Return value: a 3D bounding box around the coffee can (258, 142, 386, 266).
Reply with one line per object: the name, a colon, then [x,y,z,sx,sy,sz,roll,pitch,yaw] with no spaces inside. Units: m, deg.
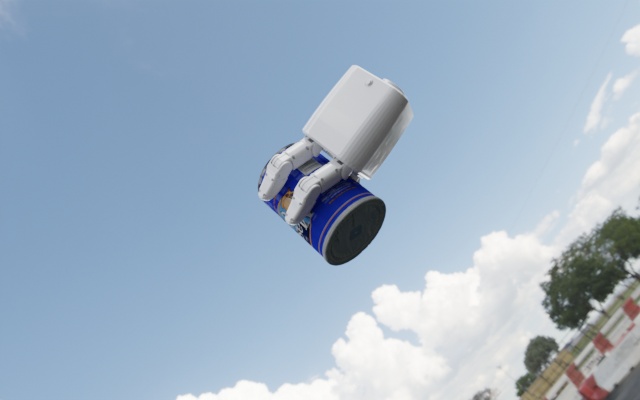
coffee can: [0.000,0.002,0.624,0.140,0.103,0.103,40,24,32]
